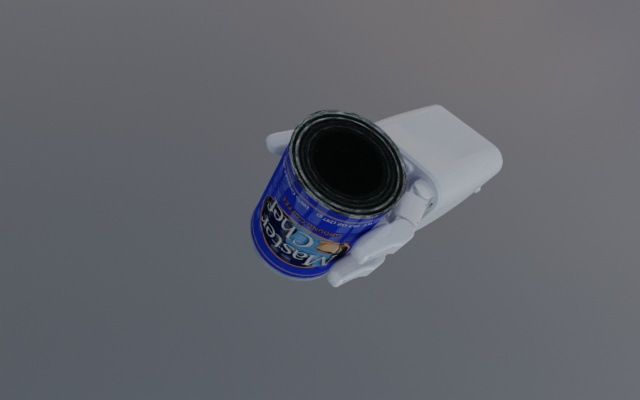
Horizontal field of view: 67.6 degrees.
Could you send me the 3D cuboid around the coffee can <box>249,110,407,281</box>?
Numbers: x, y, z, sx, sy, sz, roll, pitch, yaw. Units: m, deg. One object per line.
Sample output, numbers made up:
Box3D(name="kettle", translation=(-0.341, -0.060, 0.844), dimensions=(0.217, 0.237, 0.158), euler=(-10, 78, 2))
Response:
Box3D(name="coffee can", translation=(0.000, 0.002, 0.436), dimensions=(0.103, 0.102, 0.140), euler=(0, -28, -23))
